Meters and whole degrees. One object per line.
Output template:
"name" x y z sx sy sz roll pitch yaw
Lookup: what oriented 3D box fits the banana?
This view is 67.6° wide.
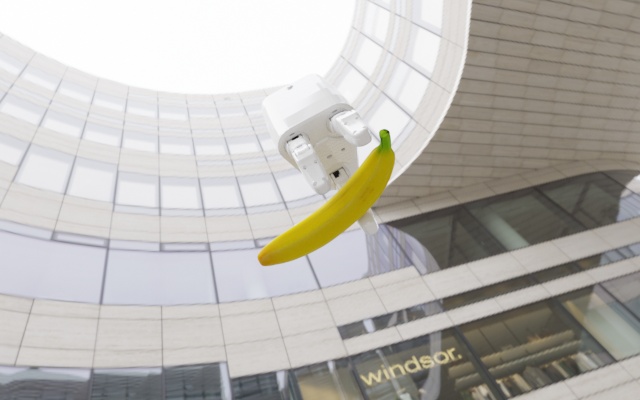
"banana" 0.015 0.006 0.509 0.070 0.198 0.037 28 22 -41
